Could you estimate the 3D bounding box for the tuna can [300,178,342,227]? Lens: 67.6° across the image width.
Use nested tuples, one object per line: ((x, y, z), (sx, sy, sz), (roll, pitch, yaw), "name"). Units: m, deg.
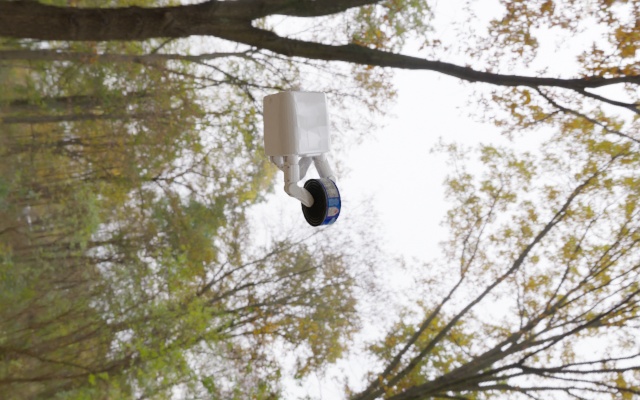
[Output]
((0.001, 0.003, 0.841), (0.034, 0.086, 0.086), (-5, 3, -33), "tuna can")
